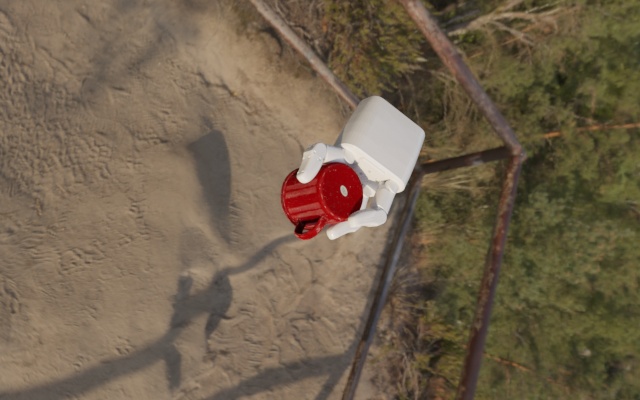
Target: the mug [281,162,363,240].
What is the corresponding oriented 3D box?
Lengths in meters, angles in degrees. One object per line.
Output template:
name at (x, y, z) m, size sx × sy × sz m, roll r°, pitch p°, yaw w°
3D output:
mug at (0.000, 0.003, 0.659) m, size 0.093 × 0.117 × 0.081 m, roll 41°, pitch -30°, yaw -26°
